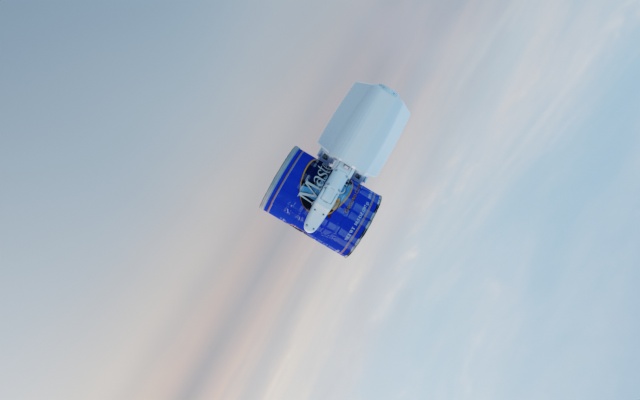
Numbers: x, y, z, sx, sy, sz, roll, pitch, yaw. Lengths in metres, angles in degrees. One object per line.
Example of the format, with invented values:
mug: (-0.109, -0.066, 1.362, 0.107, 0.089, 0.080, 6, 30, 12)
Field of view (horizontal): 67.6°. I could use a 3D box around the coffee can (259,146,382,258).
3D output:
coffee can: (0.000, 0.002, 0.672, 0.140, 0.103, 0.103, 30, -1, -2)
